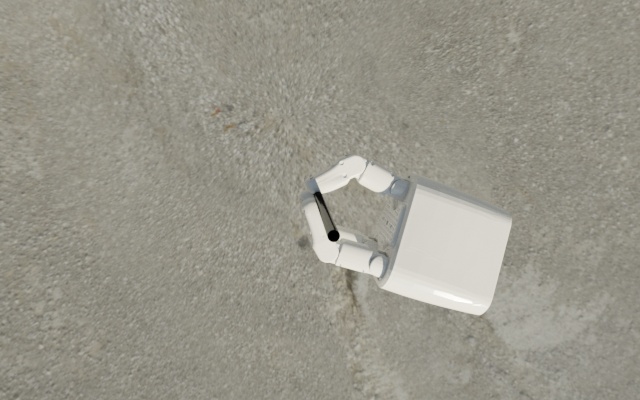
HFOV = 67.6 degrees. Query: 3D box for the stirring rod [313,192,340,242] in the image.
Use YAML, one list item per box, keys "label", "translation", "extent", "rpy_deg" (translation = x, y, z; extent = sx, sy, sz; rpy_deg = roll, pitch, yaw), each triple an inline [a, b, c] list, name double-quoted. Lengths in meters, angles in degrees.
- label: "stirring rod"
  translation: [0.000, 0.001, 0.416]
  extent: [0.011, 0.011, 0.239]
  rpy_deg: [0, 10, -4]
